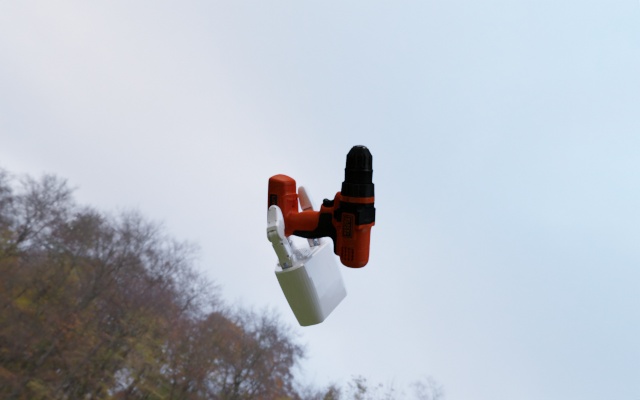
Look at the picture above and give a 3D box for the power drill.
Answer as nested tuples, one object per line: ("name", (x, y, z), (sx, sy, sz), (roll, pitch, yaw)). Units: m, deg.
("power drill", (0.000, 0.003, 0.748), (0.187, 0.184, 0.057), (8, 9, 38))
